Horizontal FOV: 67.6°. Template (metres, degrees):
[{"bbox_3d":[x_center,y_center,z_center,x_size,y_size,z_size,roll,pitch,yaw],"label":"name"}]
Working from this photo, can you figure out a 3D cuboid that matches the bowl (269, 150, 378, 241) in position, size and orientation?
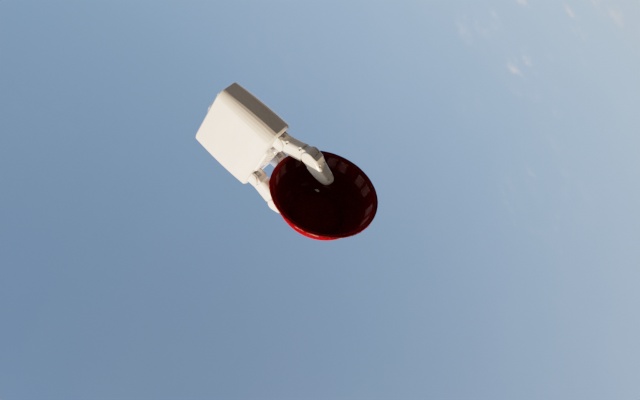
[{"bbox_3d":[0.001,0.003,0.705,0.162,0.162,0.055,0,-38,-17],"label":"bowl"}]
